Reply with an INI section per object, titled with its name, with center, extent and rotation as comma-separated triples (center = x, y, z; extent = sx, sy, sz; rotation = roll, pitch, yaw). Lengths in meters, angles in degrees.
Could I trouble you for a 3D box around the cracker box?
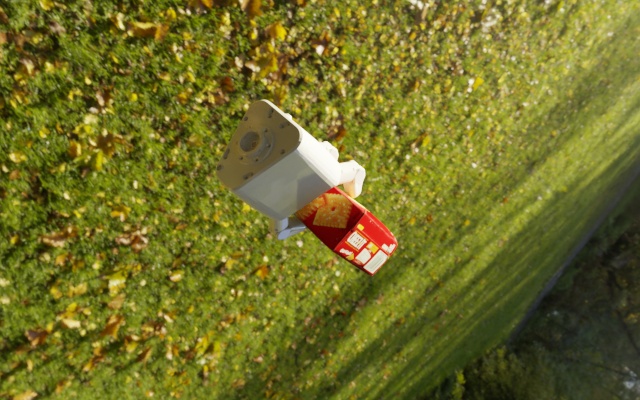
[cracker box]
center = 0.000, 0.003, 0.694
extent = 0.213, 0.072, 0.164
rotation = 43, 2, 31
